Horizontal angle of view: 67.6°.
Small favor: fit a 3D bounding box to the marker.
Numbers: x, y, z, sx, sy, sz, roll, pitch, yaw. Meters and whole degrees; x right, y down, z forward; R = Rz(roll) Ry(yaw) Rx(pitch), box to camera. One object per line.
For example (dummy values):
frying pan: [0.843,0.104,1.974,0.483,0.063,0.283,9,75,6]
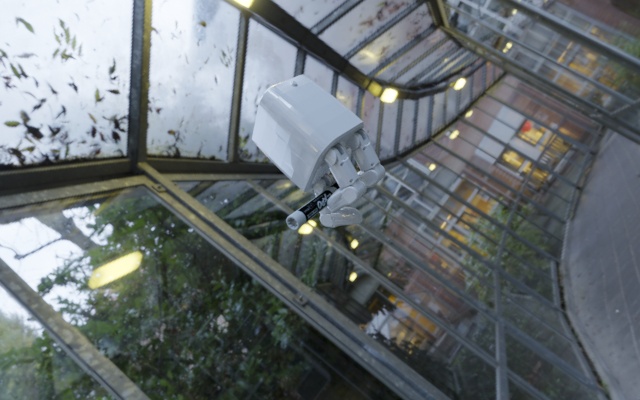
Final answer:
marker: [0.000,0.002,0.598,0.020,0.020,0.121,0,24,37]
